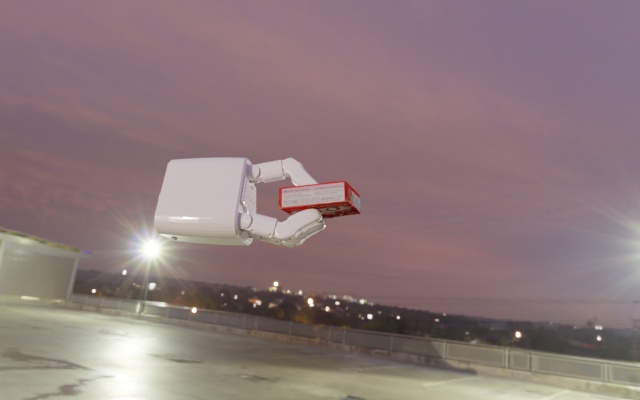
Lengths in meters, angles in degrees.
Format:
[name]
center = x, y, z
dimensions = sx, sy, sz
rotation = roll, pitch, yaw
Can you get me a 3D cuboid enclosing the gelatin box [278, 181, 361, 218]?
[gelatin box]
center = 0.000, 0.002, 0.608
dimensions = 0.089, 0.030, 0.073
rotation = -7, -15, 16
